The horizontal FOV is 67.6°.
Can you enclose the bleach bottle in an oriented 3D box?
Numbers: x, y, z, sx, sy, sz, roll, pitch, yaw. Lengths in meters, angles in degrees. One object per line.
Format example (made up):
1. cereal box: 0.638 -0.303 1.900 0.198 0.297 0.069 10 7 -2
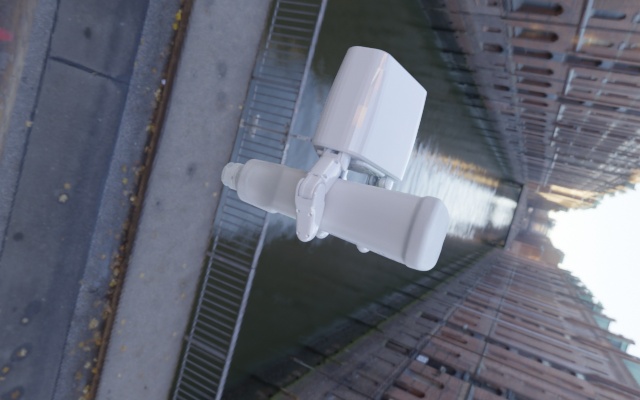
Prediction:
1. bleach bottle: 0.000 0.002 0.497 0.251 0.068 0.102 17 -4 24
